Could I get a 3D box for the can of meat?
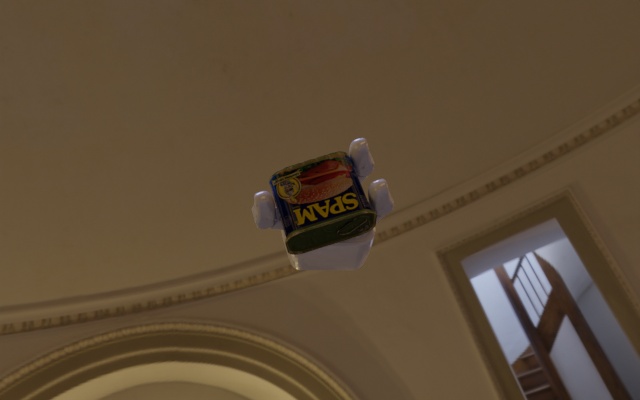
[{"bbox_3d":[0.000,0.001,0.530,0.102,0.084,0.057,-17,-27,-5],"label":"can of meat"}]
